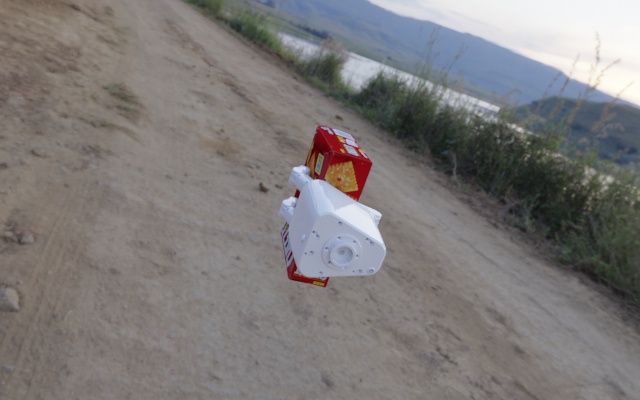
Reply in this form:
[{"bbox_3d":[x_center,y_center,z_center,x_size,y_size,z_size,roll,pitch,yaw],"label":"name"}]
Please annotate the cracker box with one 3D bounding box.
[{"bbox_3d":[0.000,0.002,0.768,0.072,0.214,0.164,15,20,-14],"label":"cracker box"}]
